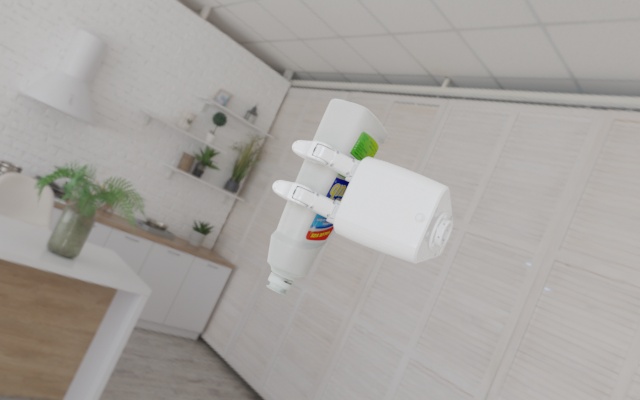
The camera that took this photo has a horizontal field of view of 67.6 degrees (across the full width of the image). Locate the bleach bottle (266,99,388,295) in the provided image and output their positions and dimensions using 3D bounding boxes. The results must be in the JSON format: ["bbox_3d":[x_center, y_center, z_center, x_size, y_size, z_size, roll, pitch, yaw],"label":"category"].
[{"bbox_3d":[0.000,0.002,0.618,0.068,0.251,0.102,22,-5,29],"label":"bleach bottle"}]
